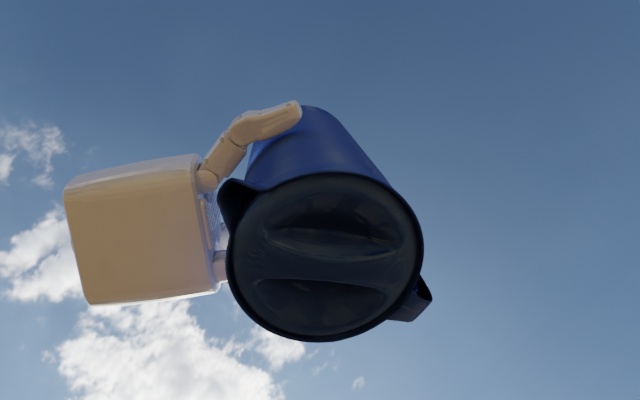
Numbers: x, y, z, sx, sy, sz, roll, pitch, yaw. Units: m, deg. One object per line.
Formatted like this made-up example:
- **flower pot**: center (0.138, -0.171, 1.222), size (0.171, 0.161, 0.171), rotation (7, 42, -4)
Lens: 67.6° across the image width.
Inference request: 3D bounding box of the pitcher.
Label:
- **pitcher**: center (0.000, 0.001, 0.422), size (0.145, 0.149, 0.242), rotation (-10, 25, -2)
